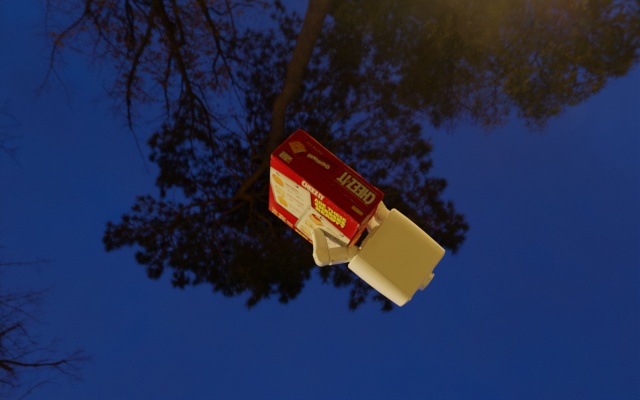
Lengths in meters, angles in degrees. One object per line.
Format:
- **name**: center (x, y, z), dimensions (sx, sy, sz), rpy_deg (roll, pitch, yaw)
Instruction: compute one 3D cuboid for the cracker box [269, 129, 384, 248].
- **cracker box**: center (0.000, 0.003, 0.773), dimensions (0.164, 0.072, 0.214), rpy_deg (38, -22, 9)
